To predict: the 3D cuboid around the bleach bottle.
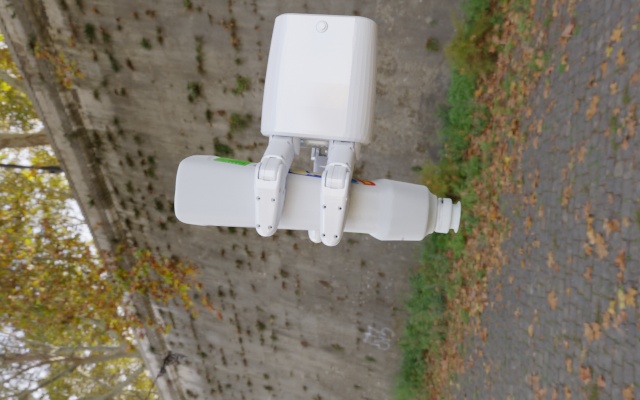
[{"bbox_3d":[0.000,0.002,0.450,0.251,0.068,0.102,6,4,8],"label":"bleach bottle"}]
